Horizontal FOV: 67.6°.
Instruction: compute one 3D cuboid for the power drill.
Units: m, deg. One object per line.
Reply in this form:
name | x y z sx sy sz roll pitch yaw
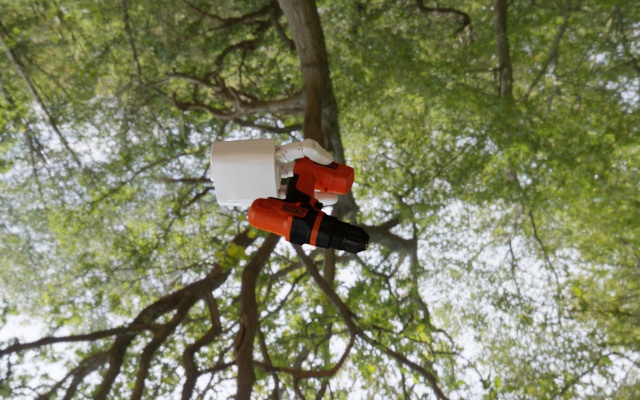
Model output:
power drill | 0.000 0.002 0.757 0.184 0.057 0.187 17 34 7
